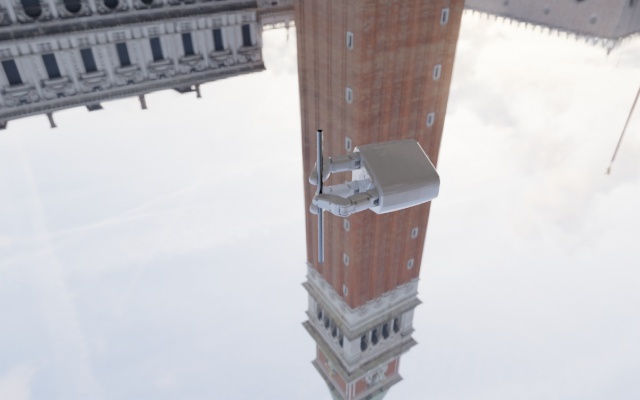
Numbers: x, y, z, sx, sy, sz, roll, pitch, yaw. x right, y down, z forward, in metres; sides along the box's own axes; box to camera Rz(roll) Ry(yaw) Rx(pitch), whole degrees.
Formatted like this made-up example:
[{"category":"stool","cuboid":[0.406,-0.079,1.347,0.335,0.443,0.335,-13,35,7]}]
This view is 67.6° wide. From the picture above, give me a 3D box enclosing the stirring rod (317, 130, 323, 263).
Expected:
[{"category":"stirring rod","cuboid":[0.000,0.002,0.734,0.011,0.240,0.011,0,34,0]}]
